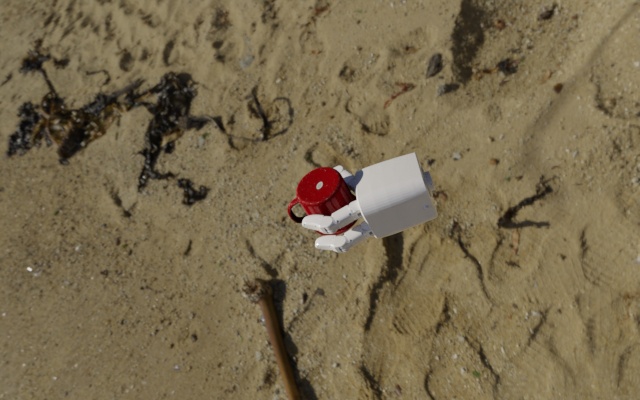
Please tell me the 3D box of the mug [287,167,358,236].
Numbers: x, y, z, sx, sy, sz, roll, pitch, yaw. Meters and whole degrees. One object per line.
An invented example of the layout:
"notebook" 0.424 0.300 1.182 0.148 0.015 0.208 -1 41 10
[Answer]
"mug" -0.001 0.003 0.795 0.117 0.093 0.081 -20 -44 13
